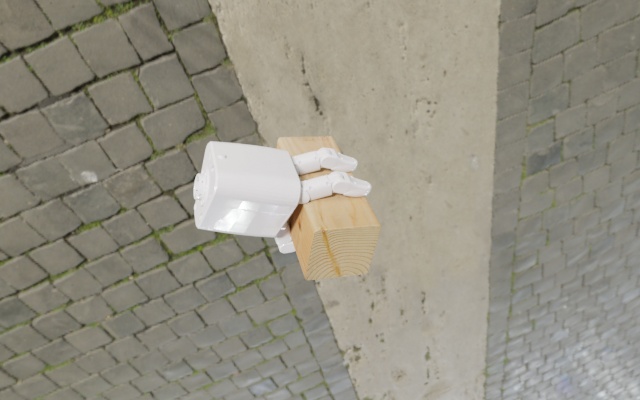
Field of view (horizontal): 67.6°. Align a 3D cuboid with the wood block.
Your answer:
[{"bbox_3d":[0.000,0.003,0.674,0.090,0.091,0.206,-4,41,-18],"label":"wood block"}]
